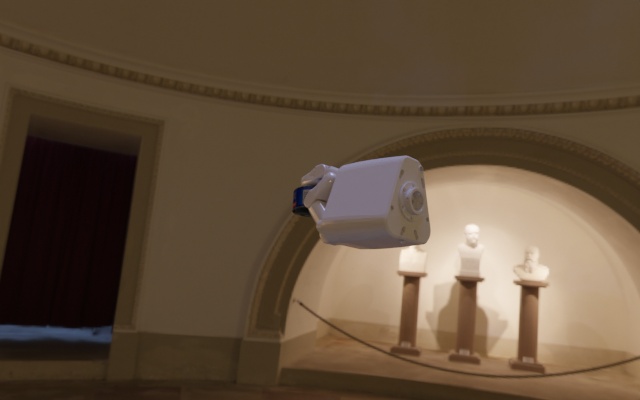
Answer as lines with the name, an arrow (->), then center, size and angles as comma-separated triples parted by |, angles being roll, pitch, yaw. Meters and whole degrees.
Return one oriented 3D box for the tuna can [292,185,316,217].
tuna can -> 0.000, 0.002, 0.731 | 0.086, 0.033, 0.086 | 1, -13, 0
